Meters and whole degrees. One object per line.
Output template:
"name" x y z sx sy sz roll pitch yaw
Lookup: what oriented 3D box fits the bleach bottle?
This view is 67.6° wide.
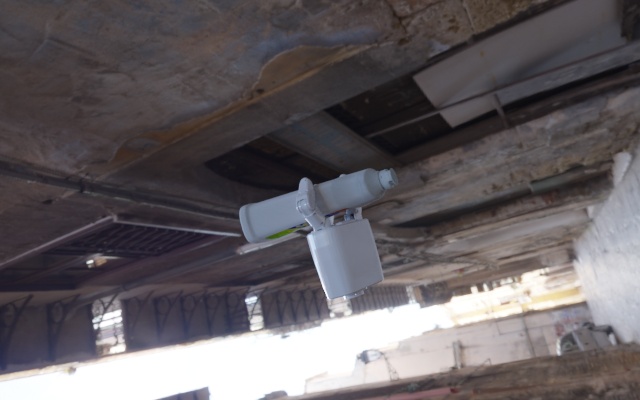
"bleach bottle" 0.000 0.002 0.765 0.251 0.068 0.102 -20 -8 24
